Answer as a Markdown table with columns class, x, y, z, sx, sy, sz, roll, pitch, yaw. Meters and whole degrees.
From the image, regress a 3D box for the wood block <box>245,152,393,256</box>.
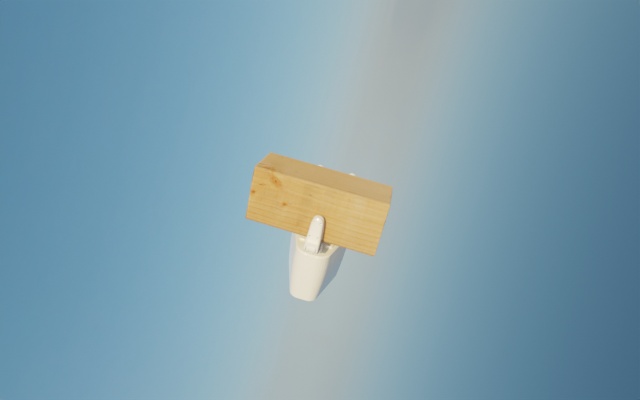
| class | x | y | z | sx | sy | sz | roll | pitch | yaw |
| --- | --- | --- | --- | --- | --- | --- | --- | --- | --- |
| wood block | 0.000 | 0.003 | 0.745 | 0.206 | 0.090 | 0.090 | 16 | 23 | 5 |
